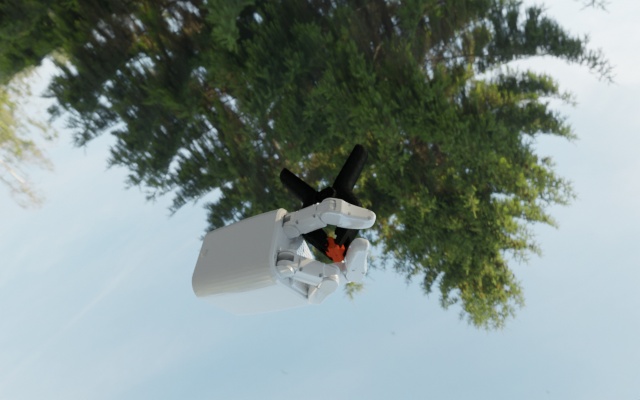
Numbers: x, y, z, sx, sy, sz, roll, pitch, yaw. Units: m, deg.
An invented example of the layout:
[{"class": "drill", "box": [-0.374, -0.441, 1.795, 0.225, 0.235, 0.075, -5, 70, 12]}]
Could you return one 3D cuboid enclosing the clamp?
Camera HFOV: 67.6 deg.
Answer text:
[{"class": "clamp", "box": [0.000, 0.002, 0.584, 0.120, 0.171, 0.039, -16, -49, 20]}]
